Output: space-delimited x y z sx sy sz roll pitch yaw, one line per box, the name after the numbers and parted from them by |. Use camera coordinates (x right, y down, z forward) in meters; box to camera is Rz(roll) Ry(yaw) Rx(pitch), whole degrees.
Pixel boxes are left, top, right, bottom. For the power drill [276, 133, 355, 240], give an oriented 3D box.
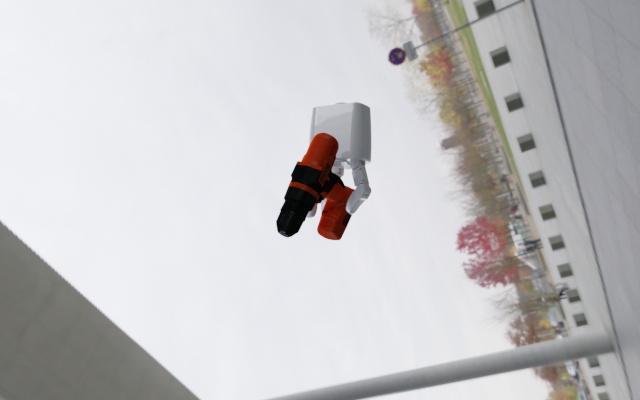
0.000 0.003 0.824 0.057 0.184 0.188 18 -17 25 | power drill
